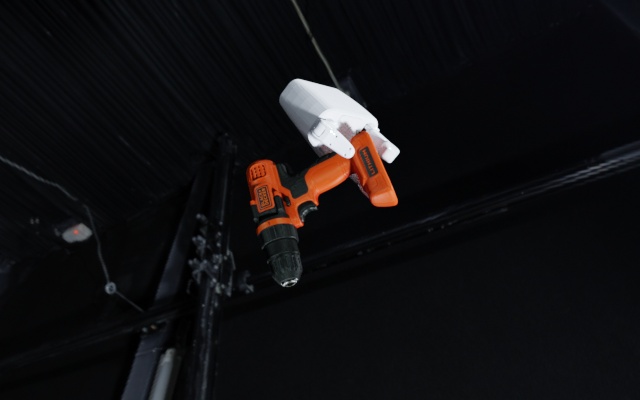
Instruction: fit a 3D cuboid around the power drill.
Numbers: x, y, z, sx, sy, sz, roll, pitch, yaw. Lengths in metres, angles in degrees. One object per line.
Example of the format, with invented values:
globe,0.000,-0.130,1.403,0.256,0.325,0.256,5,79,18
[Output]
power drill,0.000,0.002,0.625,0.187,0.184,0.057,-21,-26,7
